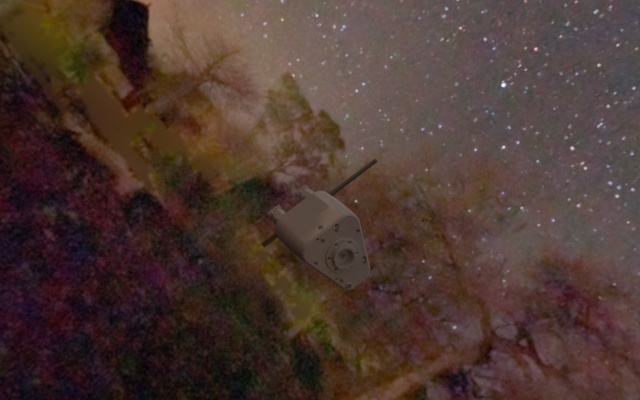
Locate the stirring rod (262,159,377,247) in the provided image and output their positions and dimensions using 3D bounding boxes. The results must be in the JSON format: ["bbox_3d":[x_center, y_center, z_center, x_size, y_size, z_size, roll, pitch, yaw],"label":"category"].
[{"bbox_3d":[0.000,0.003,0.801,0.239,0.011,0.011,-37,7,-9],"label":"stirring rod"}]
